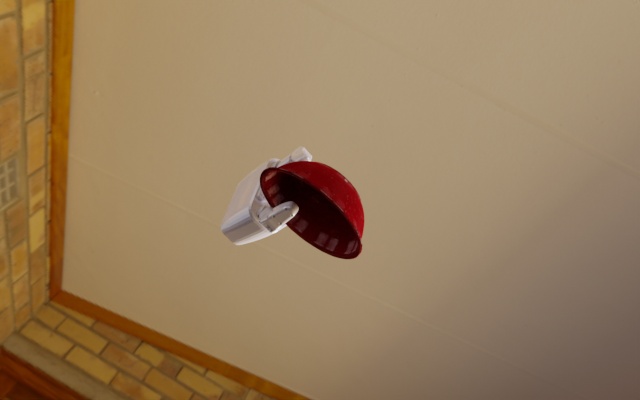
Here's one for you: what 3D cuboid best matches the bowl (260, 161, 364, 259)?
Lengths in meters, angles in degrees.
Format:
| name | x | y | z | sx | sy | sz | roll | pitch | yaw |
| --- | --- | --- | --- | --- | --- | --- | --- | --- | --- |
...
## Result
| name | x | y | z | sx | sy | sz | roll | pitch | yaw |
| --- | --- | --- | --- | --- | --- | --- | --- | --- | --- |
| bowl | 0.001 | 0.002 | 0.615 | 0.055 | 0.162 | 0.162 | -49 | 25 | -24 |
